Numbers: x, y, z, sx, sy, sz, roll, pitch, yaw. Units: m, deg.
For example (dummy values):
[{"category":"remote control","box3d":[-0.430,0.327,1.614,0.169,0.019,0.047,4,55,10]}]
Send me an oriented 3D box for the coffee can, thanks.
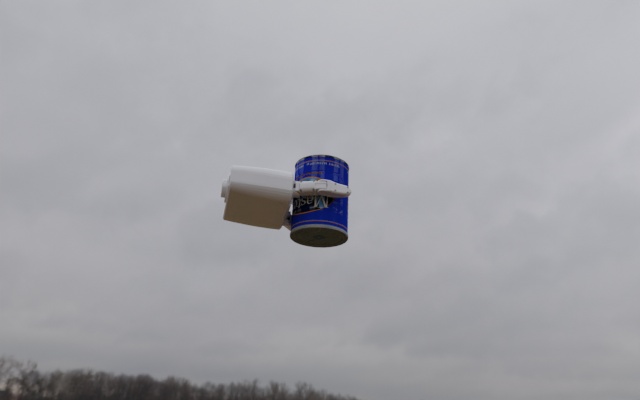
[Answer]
[{"category":"coffee can","box3d":[0.000,0.003,0.863,0.103,0.140,0.103,2,-24,1]}]
